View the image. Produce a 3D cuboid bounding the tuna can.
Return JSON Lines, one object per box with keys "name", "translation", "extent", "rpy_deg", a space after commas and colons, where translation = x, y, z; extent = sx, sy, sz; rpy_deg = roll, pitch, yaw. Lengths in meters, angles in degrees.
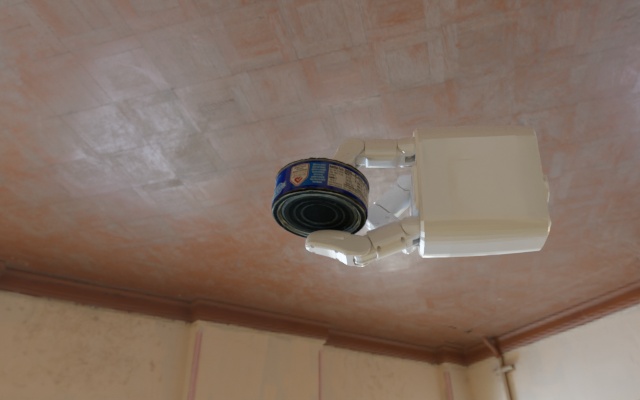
{"name": "tuna can", "translation": [0.000, 0.002, 0.423], "extent": [0.086, 0.033, 0.086], "rpy_deg": [4, -33, 3]}
